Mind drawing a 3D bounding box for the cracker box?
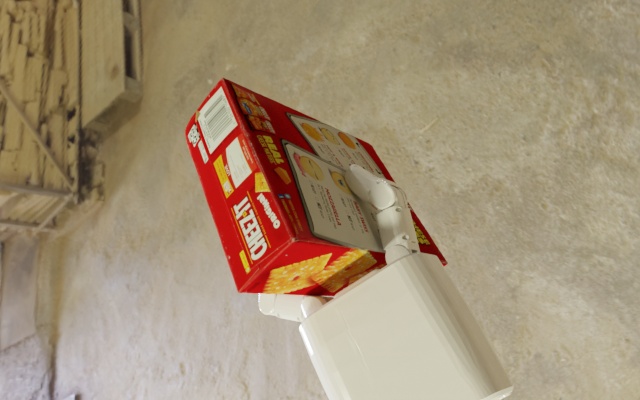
[{"bbox_3d":[0.000,0.001,0.427,0.072,0.164,0.214,-43,-34,25],"label":"cracker box"}]
